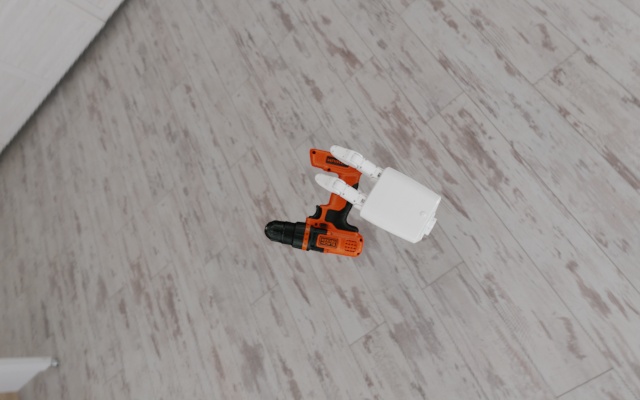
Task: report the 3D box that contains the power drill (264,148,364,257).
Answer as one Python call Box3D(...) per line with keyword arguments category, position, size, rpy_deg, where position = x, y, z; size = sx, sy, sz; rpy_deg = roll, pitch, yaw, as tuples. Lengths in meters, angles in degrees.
Box3D(category="power drill", position=(0.000, 0.002, 0.877), size=(0.184, 0.187, 0.057), rpy_deg=(11, 6, -4))
